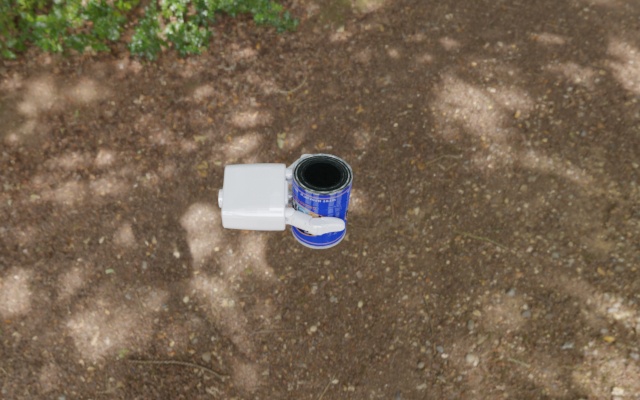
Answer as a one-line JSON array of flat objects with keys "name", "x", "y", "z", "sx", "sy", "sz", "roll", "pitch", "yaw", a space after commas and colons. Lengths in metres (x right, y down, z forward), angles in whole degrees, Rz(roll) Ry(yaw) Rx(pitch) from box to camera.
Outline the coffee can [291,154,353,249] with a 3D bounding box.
[{"name": "coffee can", "x": 0.000, "y": 0.003, "z": 0.849, "sx": 0.103, "sy": 0.102, "sz": 0.140, "roll": 2, "pitch": -45, "yaw": -2}]
